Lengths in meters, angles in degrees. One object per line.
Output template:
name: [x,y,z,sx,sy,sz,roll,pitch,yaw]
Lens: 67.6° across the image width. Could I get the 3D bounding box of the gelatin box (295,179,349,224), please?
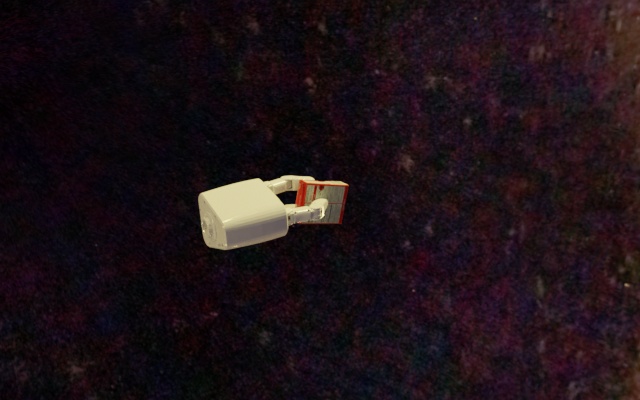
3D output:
gelatin box: [0.001,0.003,0.836,0.089,0.073,0.030,1,16,-30]
